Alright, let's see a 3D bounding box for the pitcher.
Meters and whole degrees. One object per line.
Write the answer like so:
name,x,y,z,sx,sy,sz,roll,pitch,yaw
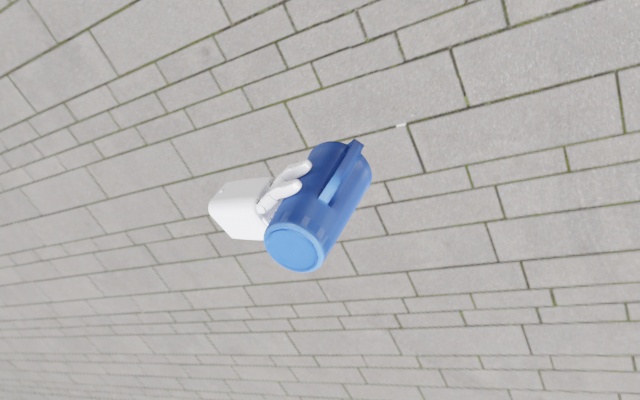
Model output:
pitcher,0.000,0.003,0.843,0.145,0.149,0.242,-1,36,27
